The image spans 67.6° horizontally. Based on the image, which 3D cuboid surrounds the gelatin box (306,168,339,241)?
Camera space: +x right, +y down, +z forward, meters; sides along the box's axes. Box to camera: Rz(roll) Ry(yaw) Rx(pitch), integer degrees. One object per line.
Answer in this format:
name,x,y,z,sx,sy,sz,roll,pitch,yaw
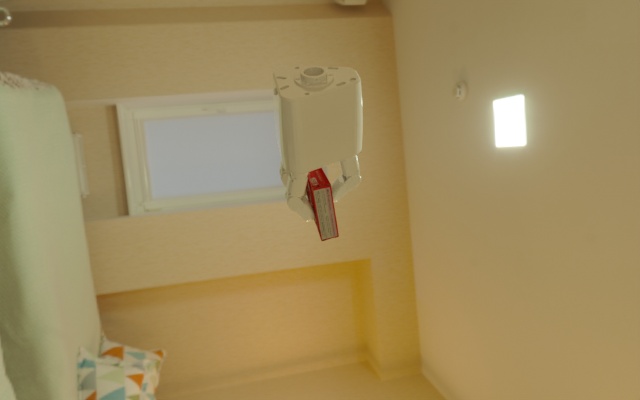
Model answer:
gelatin box,0.001,0.002,0.697,0.030,0.089,0.073,-14,29,-5
